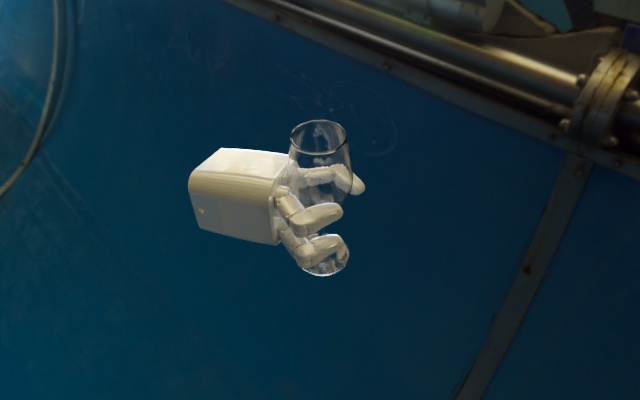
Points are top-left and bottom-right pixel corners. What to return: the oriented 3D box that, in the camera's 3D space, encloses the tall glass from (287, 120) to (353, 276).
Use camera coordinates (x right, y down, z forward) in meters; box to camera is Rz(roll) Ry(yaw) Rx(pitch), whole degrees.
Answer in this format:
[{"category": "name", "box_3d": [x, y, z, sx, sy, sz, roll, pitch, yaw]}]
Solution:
[{"category": "tall glass", "box_3d": [0.000, 0.002, 0.587, 0.079, 0.201, 0.079, -1, 44, 1]}]
